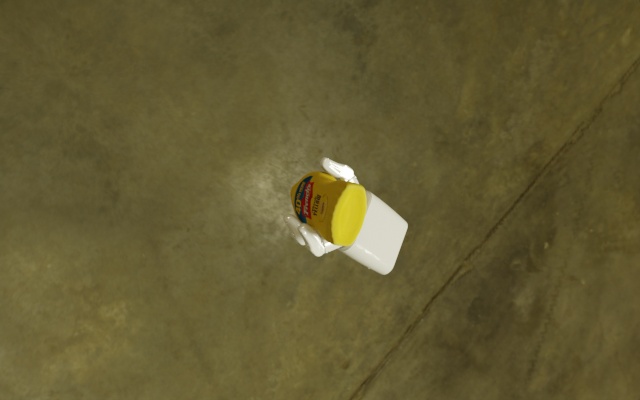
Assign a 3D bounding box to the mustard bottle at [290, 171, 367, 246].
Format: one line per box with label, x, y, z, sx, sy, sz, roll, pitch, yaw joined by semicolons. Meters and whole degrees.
mustard bottle;0.000;0.003;0.779;0.058;0.096;0.191;7;10;-29
